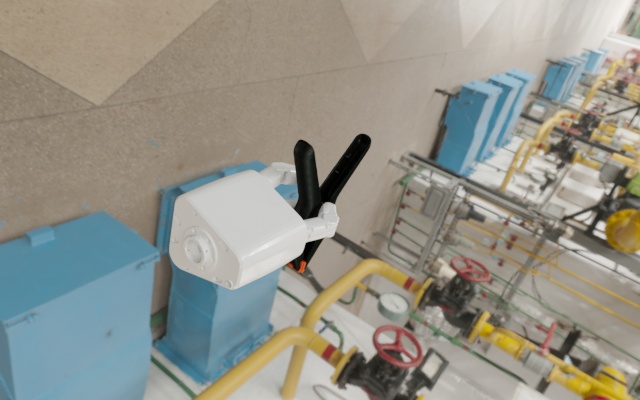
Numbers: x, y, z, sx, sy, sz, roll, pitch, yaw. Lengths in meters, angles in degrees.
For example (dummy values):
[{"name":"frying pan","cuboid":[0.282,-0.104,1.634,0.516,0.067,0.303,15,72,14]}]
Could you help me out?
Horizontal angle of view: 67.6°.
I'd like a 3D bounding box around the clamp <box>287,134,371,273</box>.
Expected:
[{"name":"clamp","cuboid":[0.000,0.003,0.650,0.036,0.210,0.164,31,31,26]}]
